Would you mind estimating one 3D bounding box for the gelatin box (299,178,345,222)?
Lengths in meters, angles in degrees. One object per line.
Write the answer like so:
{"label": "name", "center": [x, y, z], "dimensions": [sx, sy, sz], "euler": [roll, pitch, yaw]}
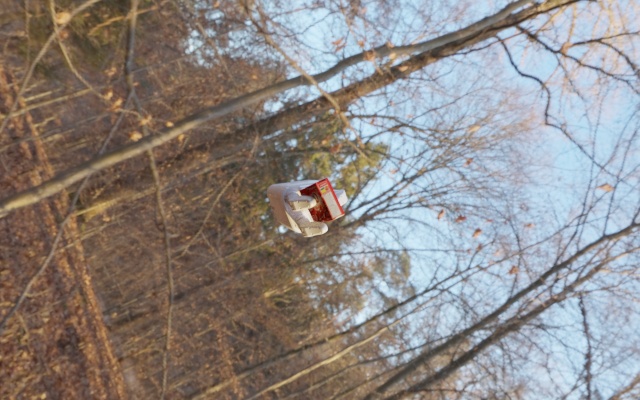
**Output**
{"label": "gelatin box", "center": [0.001, 0.003, 0.876], "dimensions": [0.030, 0.073, 0.089], "euler": [-26, 3, -24]}
